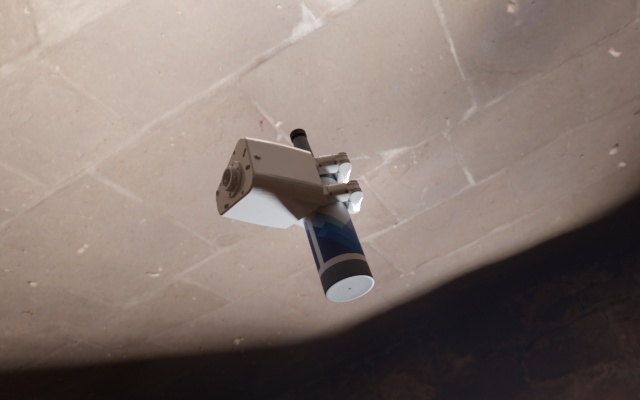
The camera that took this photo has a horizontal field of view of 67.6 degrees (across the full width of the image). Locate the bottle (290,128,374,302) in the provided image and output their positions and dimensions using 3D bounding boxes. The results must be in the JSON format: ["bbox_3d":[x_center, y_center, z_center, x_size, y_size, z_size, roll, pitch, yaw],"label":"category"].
[{"bbox_3d":[0.000,0.003,0.700,0.069,0.295,0.069,-12,-37,-9],"label":"bottle"}]
